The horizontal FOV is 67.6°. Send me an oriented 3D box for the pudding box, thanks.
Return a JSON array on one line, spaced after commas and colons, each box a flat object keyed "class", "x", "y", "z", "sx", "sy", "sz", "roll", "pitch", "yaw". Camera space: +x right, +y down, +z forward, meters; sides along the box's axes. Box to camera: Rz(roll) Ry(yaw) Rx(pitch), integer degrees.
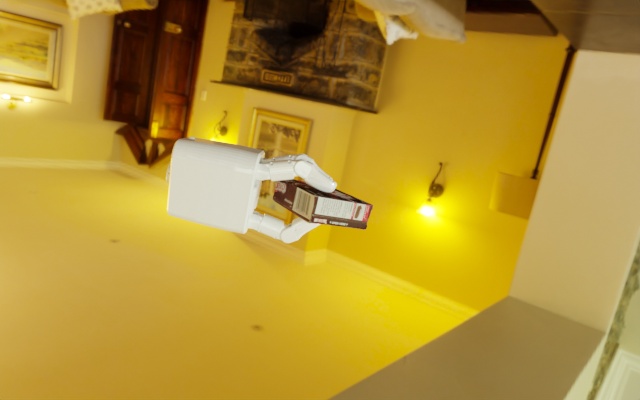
[{"class": "pudding box", "x": 0.000, "y": 0.002, "z": 0.633, "sx": 0.090, "sy": 0.039, "sz": 0.113, "roll": 8, "pitch": 12, "yaw": -32}]
